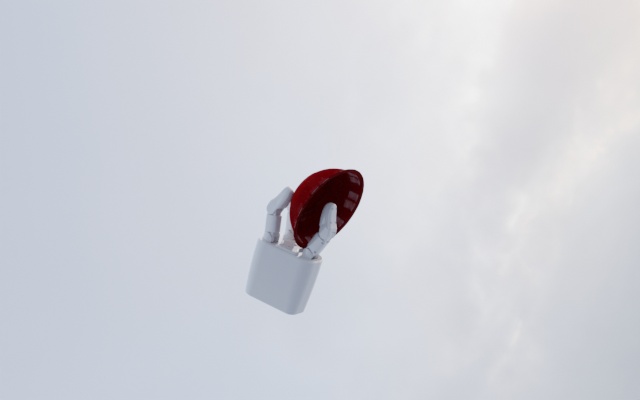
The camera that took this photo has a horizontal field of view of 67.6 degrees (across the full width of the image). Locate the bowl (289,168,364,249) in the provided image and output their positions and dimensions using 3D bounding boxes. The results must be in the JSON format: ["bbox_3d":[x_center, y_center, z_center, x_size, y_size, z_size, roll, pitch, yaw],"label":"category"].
[{"bbox_3d":[0.001,0.001,0.816,0.055,0.162,0.162,40,22,30],"label":"bowl"}]
